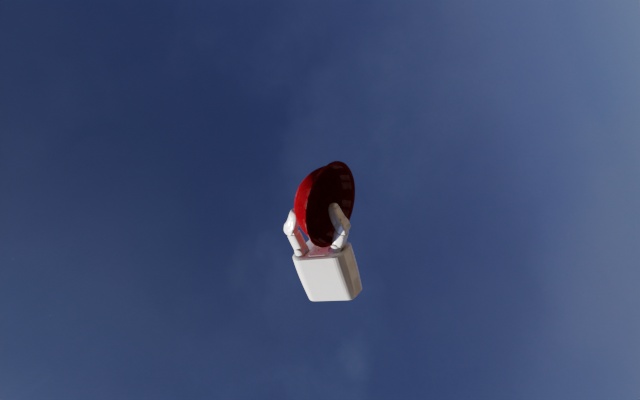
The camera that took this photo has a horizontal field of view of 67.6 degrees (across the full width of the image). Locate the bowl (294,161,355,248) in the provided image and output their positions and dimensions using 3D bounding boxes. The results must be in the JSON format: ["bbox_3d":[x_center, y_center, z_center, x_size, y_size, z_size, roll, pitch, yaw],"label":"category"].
[{"bbox_3d":[0.000,0.002,0.885,0.055,0.162,0.162,14,8,33],"label":"bowl"}]
